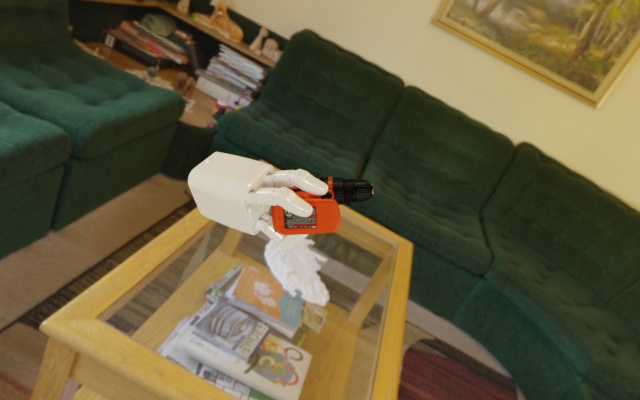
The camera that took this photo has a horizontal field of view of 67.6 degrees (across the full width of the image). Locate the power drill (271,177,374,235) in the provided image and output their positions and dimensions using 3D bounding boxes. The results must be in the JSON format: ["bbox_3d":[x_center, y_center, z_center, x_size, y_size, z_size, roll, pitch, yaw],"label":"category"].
[{"bbox_3d":[0.000,0.003,0.803,0.184,0.057,0.187,-4,13,6],"label":"power drill"}]
